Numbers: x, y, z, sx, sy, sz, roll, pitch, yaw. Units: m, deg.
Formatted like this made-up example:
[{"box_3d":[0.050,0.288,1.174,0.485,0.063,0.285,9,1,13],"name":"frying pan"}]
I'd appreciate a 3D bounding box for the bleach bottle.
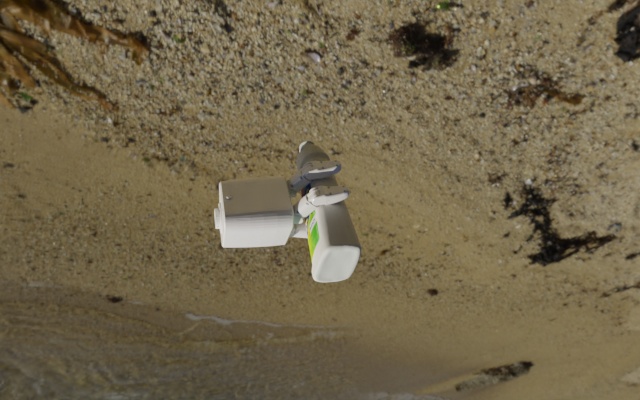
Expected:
[{"box_3d":[0.000,0.003,0.791,0.068,0.250,0.103,-2,-41,-17],"name":"bleach bottle"}]
